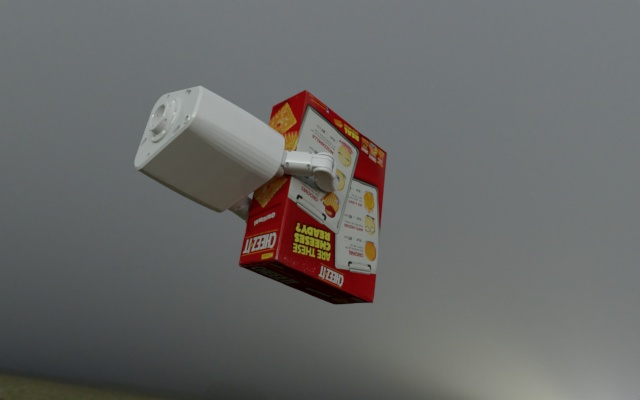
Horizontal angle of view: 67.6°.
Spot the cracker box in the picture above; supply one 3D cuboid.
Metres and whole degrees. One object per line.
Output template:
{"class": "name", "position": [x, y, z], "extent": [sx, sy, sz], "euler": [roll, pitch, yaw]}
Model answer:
{"class": "cracker box", "position": [0.000, 0.002, 0.583], "extent": [0.072, 0.213, 0.164], "euler": [-15, -34, 41]}
